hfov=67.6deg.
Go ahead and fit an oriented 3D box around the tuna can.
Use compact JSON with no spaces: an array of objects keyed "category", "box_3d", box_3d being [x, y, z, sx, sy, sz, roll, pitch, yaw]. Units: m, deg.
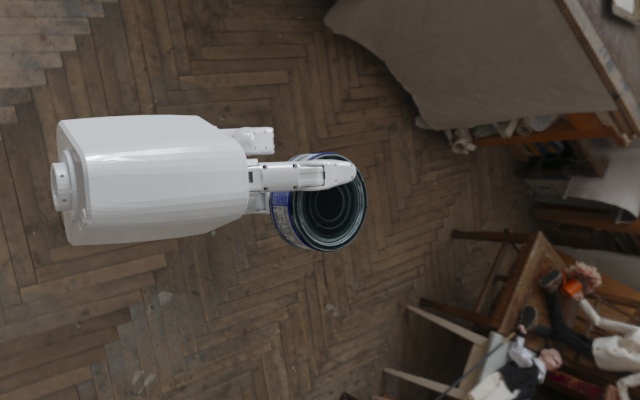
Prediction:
[{"category":"tuna can","box_3d":[0.000,0.001,0.414,0.086,0.086,0.034,0,2,-38]}]
